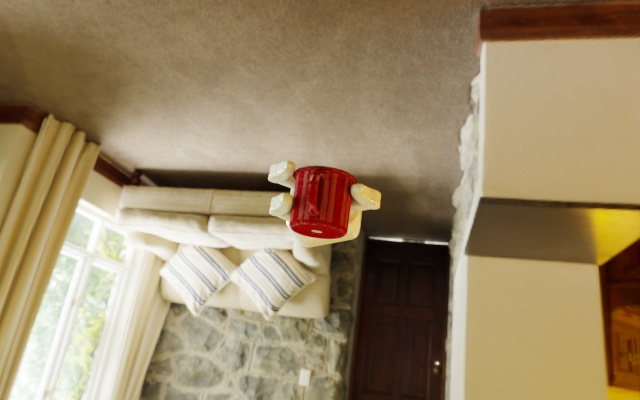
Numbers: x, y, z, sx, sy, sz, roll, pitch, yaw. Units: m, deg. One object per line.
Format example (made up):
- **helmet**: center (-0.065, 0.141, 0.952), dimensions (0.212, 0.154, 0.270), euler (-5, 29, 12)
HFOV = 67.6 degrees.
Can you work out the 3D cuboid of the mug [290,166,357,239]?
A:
- **mug**: center (0.000, 0.002, 0.660), dimensions (0.093, 0.081, 0.117), euler (5, -18, 9)
